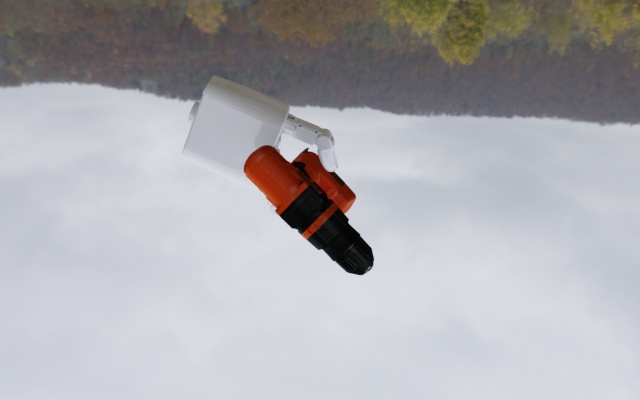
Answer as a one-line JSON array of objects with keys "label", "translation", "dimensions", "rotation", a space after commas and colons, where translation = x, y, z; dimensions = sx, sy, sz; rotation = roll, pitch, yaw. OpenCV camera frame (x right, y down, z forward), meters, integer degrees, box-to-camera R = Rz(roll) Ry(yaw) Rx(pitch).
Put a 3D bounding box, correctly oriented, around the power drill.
[{"label": "power drill", "translation": [0.000, 0.002, 0.599], "dimensions": [0.057, 0.184, 0.187], "rotation": [-43, 1, 11]}]
